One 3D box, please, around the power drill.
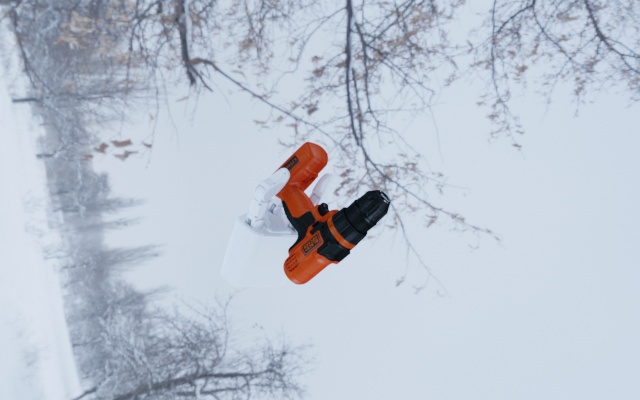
[{"bbox_3d":[0.000,0.002,0.690,0.184,0.187,0.057,-41,-44,21],"label":"power drill"}]
